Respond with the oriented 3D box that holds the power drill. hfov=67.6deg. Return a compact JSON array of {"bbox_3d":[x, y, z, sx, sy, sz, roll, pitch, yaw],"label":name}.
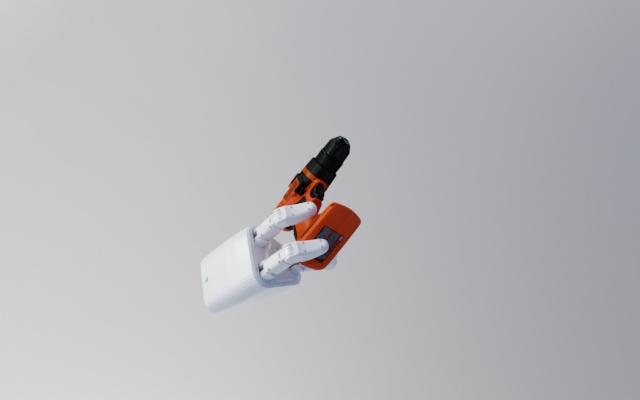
[{"bbox_3d":[0.000,0.003,0.719,0.057,0.184,0.187,30,16,-23],"label":"power drill"}]
